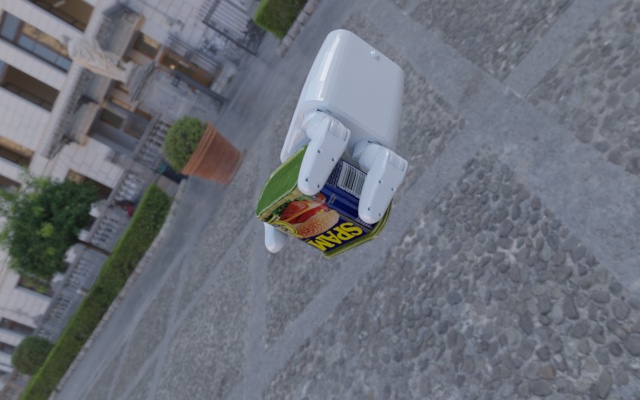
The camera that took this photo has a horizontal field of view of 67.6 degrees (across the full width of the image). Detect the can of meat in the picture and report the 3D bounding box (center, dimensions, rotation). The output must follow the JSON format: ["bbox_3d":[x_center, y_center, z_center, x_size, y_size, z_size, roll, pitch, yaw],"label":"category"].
[{"bbox_3d":[0.000,0.001,0.423,0.084,0.057,0.102,29,-32,-20],"label":"can of meat"}]
